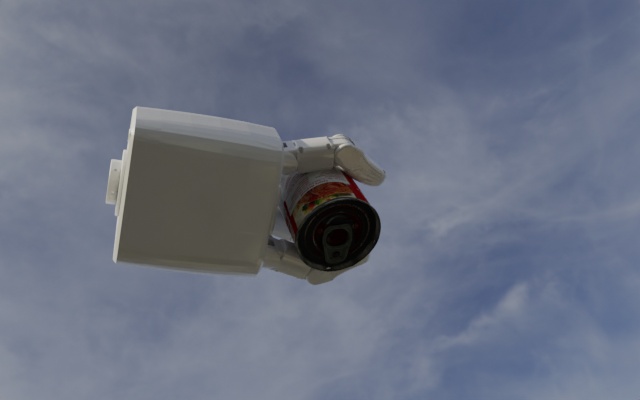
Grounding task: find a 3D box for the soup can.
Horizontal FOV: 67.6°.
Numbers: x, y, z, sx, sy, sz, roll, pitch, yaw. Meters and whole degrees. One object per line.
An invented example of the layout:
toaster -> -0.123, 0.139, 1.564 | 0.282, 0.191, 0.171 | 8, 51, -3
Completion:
soup can -> 0.000, 0.001, 0.401 | 0.068, 0.068, 0.102 | 0, 31, -19
